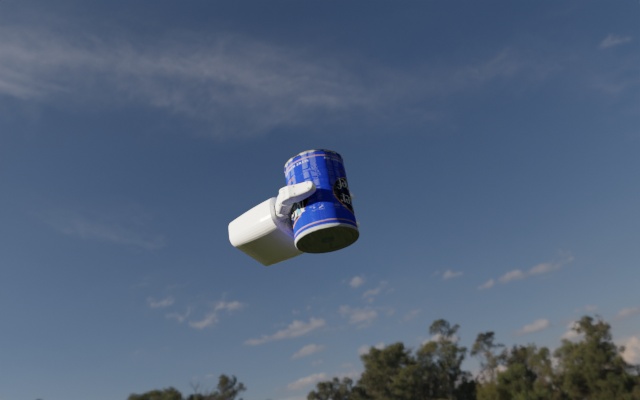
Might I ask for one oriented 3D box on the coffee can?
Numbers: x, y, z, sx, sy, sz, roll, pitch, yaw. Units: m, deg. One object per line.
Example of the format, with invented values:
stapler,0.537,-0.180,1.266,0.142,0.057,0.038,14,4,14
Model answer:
coffee can,0.000,0.003,0.780,0.103,0.140,0.103,-8,-27,-4
